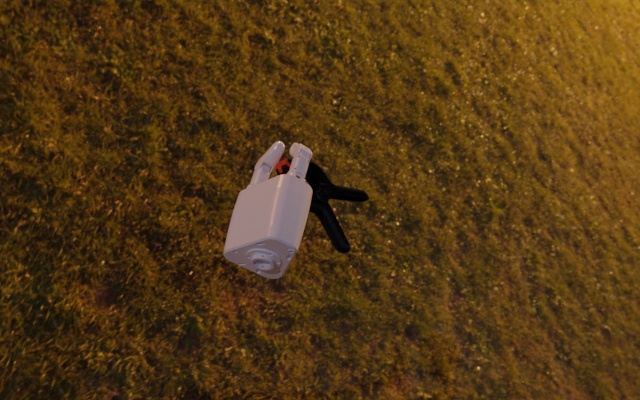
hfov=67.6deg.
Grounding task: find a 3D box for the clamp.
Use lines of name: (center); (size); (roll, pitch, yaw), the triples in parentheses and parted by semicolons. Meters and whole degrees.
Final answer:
clamp: (0.000, 0.002, 0.740); (0.171, 0.120, 0.039); (29, -39, -23)
